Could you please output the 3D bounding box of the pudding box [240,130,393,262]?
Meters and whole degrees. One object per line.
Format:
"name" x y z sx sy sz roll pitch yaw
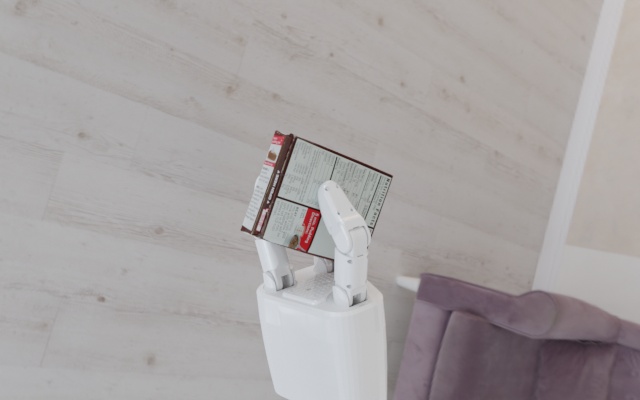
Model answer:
"pudding box" 0.000 0.001 0.409 0.113 0.090 0.039 19 0 -35
